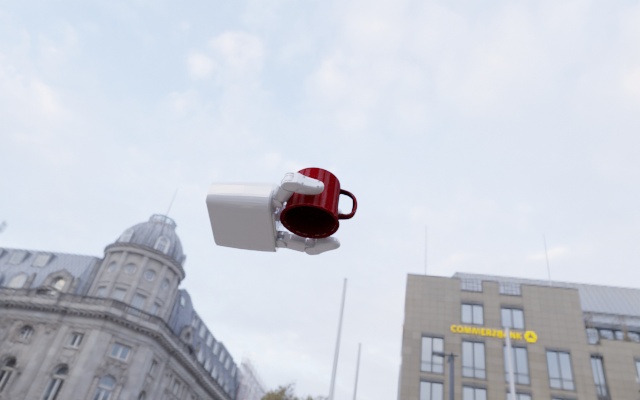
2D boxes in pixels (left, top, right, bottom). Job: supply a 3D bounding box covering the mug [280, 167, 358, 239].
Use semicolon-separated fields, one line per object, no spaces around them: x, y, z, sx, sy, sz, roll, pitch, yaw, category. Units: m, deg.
0.002;0.002;0.751;0.117;0.081;0.093;3;-37;8;mug
